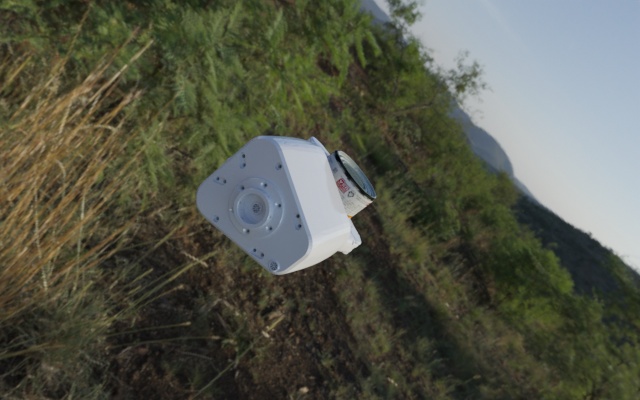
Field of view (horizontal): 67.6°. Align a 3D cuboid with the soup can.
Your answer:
[{"bbox_3d":[0.001,0.002,0.515,0.102,0.068,0.068,-38,-12,16],"label":"soup can"}]
